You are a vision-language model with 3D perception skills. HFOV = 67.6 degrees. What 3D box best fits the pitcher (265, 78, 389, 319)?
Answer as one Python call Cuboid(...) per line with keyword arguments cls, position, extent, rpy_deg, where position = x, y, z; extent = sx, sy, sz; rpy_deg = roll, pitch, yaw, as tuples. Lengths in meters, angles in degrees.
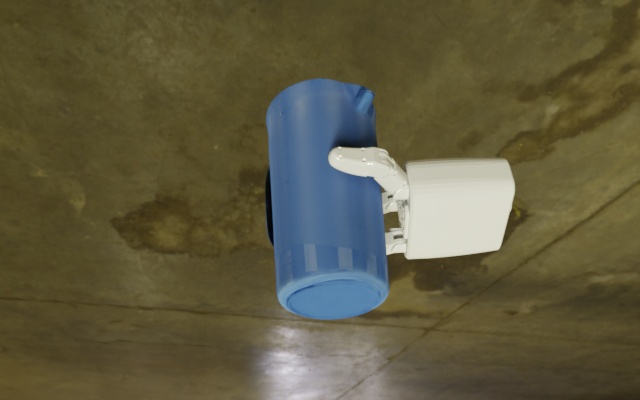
Cuboid(cls="pitcher", position=(0.000, 0.002, 0.525), extent=(0.145, 0.242, 0.149), rpy_deg=(-4, -34, 2))
